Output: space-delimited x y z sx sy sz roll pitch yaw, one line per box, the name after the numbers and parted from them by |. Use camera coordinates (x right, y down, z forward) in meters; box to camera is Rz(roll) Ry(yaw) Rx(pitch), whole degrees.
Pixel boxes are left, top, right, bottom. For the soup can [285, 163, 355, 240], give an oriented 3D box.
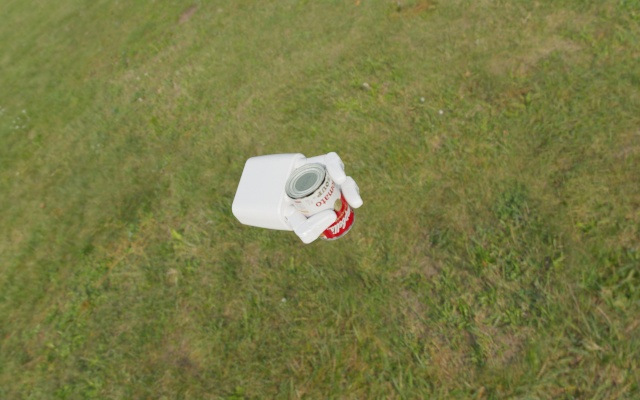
0.000 0.002 0.708 0.068 0.068 0.102 0 -39 35 | soup can
